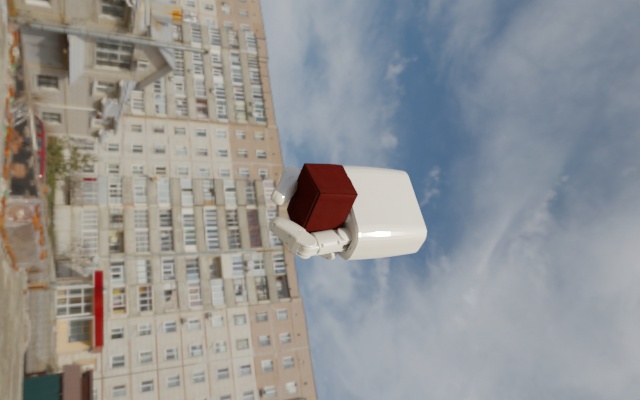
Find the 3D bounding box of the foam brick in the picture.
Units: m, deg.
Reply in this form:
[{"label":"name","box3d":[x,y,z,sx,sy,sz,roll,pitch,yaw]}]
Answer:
[{"label":"foam brick","box3d":[0.000,0.002,0.556,0.051,0.078,0.053,0,45,-26]}]
